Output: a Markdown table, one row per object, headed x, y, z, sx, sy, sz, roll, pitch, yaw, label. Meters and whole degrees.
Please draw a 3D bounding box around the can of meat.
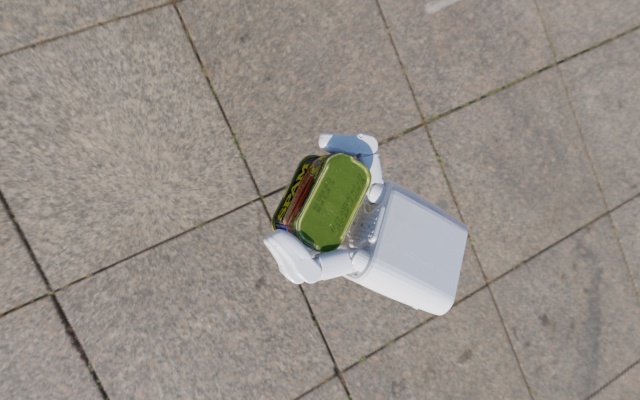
| x | y | z | sx | sy | sz | roll | pitch | yaw | label |
| --- | --- | --- | --- | --- | --- | --- | --- | --- | --- |
| 0.000 | 0.001 | 0.490 | 0.057 | 0.102 | 0.084 | 29 | -8 | -18 | can of meat |
